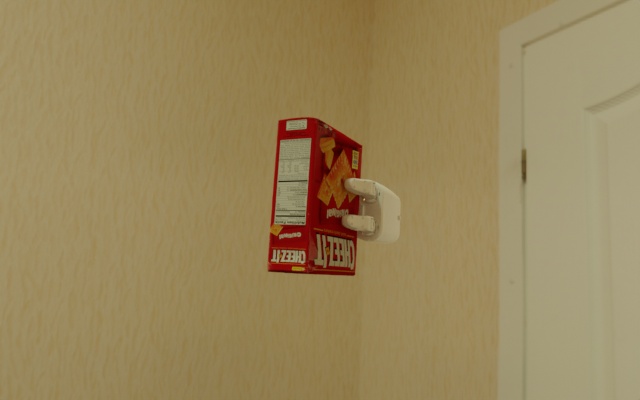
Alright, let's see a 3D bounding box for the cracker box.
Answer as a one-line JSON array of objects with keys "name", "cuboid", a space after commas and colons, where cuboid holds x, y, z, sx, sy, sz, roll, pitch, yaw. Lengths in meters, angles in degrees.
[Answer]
[{"name": "cracker box", "cuboid": [0.000, 0.002, 0.708, 0.072, 0.213, 0.164, -1, -9, 28]}]
